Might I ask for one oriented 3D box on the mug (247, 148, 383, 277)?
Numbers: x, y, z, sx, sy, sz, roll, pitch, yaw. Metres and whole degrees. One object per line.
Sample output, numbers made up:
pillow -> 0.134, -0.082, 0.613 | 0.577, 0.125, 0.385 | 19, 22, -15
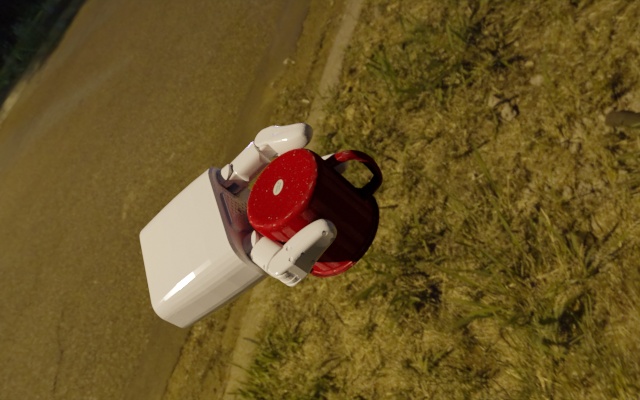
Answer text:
mug -> 0.001, 0.000, 0.413 | 0.117, 0.093, 0.081 | -38, -50, 17
